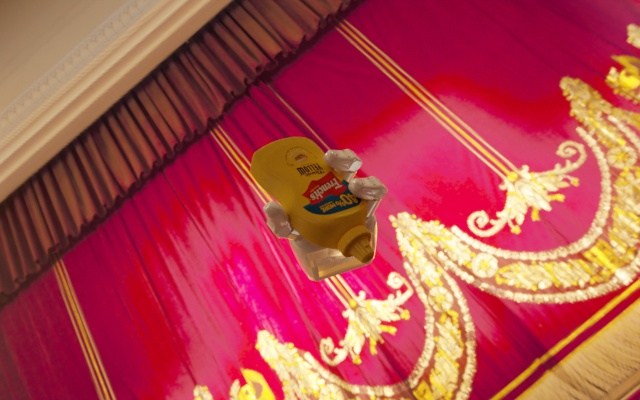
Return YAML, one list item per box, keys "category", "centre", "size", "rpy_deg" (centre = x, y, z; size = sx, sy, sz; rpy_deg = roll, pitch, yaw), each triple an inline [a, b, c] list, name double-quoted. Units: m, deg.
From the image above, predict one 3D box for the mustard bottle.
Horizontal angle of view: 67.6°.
- category: "mustard bottle"
  centre: [0.000, 0.002, 0.580]
  size: [0.096, 0.058, 0.191]
  rpy_deg: [-17, 53, -35]
